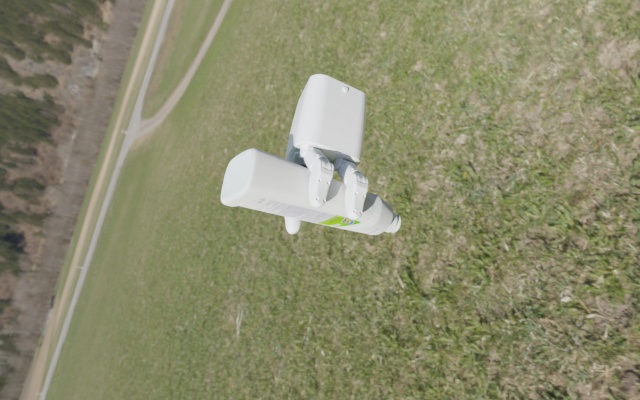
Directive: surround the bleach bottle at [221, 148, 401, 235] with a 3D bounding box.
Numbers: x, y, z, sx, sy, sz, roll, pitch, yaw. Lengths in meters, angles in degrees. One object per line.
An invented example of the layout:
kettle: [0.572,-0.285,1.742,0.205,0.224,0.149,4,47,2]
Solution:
bleach bottle: [0.000,0.002,0.654,0.251,0.068,0.102,18,-17,-28]
